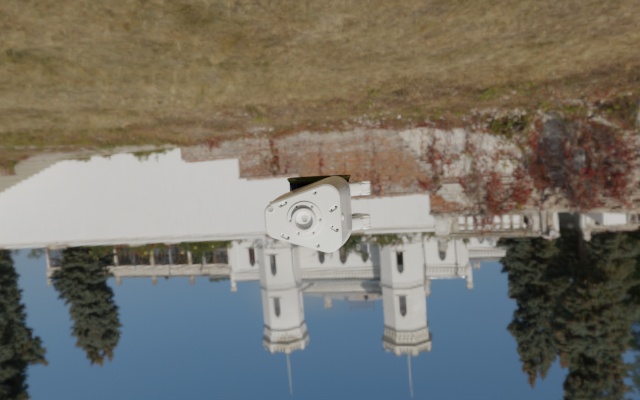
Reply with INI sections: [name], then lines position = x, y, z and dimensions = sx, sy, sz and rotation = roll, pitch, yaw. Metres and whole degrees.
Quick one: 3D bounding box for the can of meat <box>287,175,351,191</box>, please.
[can of meat]
position = 0.000, 0.003, 0.778
dimensions = 0.102, 0.084, 0.057
rotation = -3, 6, 7
